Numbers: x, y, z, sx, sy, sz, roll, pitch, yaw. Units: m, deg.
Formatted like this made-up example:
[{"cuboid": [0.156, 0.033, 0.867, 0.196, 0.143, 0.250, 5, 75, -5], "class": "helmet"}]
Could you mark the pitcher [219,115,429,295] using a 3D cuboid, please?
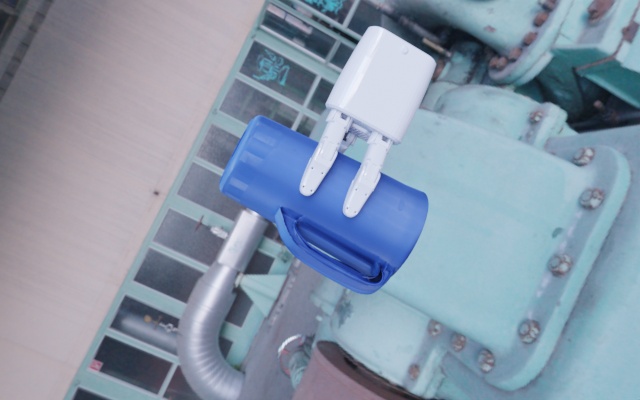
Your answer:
[{"cuboid": [0.000, 0.002, 0.596, 0.243, 0.145, 0.149, 27, 2, -9], "class": "pitcher"}]
